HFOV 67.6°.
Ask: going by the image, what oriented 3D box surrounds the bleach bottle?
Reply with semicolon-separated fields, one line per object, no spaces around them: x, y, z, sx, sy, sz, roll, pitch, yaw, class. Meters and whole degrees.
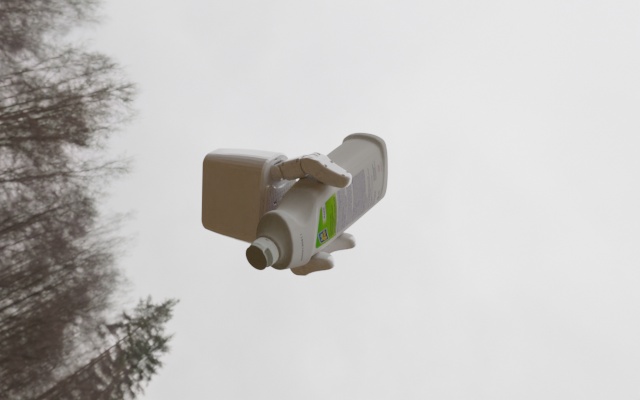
0.000;0.002;0.574;0.068;0.103;0.250;10;29;31;bleach bottle
